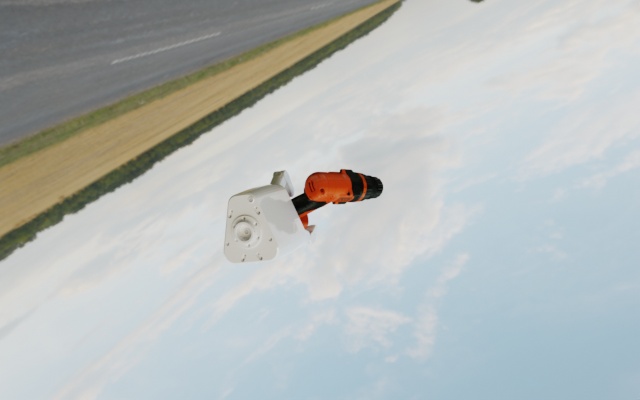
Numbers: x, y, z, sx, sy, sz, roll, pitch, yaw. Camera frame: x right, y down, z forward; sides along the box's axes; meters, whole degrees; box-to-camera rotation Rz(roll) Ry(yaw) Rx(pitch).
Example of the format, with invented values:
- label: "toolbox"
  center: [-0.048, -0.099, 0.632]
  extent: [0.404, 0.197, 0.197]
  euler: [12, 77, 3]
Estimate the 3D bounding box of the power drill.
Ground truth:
- label: "power drill"
  center: [0.000, 0.003, 0.849]
  extent: [0.188, 0.057, 0.184]
  euler: [-32, -22, 37]
